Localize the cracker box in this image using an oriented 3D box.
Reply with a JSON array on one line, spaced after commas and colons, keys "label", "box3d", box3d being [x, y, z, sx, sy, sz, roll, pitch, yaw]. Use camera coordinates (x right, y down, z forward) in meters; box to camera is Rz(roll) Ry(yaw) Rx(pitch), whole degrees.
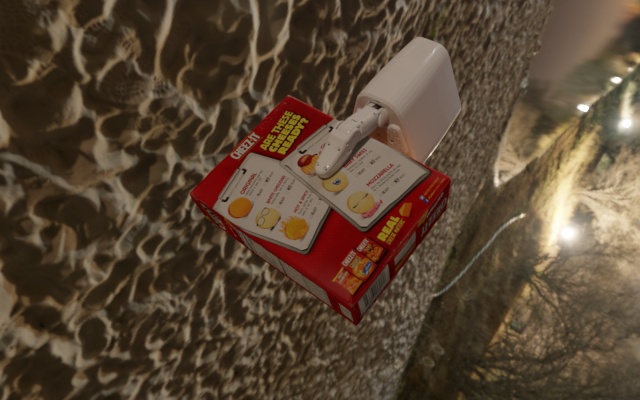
[{"label": "cracker box", "box3d": [0.000, 0.002, 0.502, 0.213, 0.164, 0.072, 31, -23, 26]}]
